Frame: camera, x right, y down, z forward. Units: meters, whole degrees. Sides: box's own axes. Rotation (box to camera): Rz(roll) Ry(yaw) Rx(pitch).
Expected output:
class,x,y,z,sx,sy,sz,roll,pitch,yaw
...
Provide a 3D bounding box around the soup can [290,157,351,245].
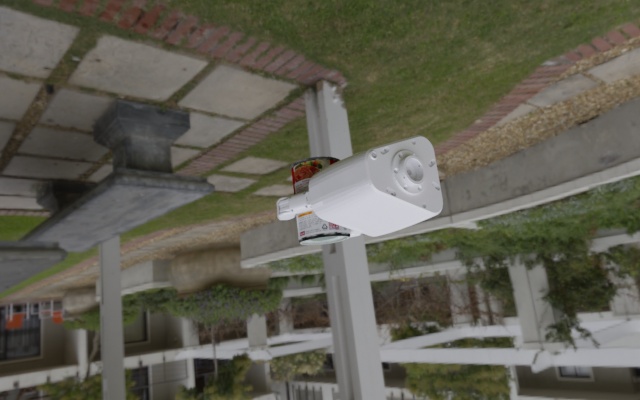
class,x,y,z,sx,sy,sz,roll,pitch,yaw
soup can,0.000,0.002,0.618,0.068,0.102,0.068,-7,-12,-1
